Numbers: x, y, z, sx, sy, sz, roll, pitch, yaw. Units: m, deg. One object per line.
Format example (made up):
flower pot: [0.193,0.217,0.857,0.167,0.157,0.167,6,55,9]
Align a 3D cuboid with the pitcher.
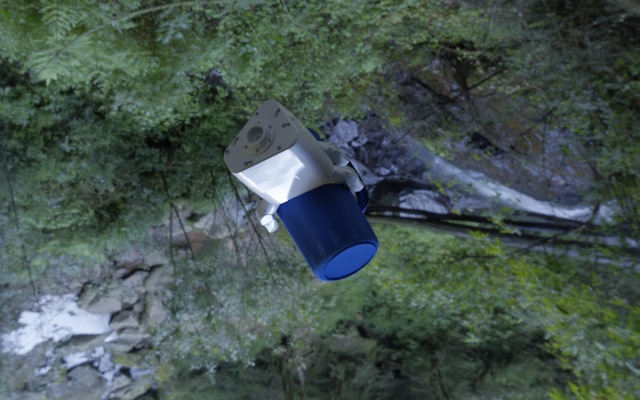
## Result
pitcher: [0.000,0.002,0.771,0.149,0.242,0.145,-36,-33,8]
